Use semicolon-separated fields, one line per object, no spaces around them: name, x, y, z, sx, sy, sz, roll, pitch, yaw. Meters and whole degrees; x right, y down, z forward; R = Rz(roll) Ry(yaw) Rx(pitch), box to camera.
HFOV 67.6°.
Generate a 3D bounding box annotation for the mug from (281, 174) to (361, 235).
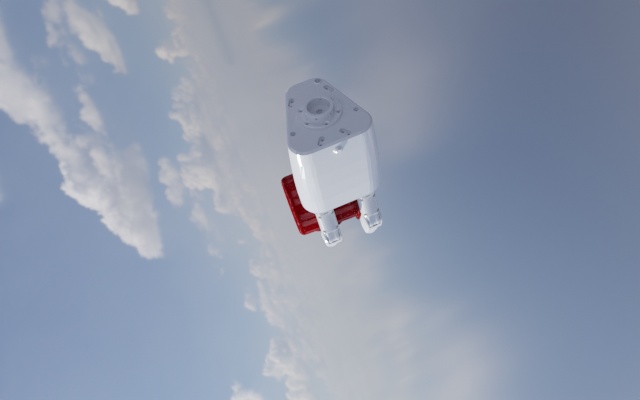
mug;0.000;0.003;0.639;0.081;0.093;0.117;-21;-36;-5
